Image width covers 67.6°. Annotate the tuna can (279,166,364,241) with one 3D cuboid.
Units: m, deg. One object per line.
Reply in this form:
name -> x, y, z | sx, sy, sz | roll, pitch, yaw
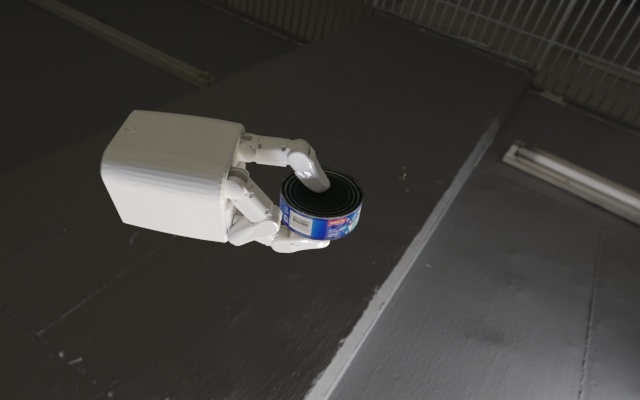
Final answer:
tuna can -> 0.000, 0.002, 0.496 | 0.086, 0.034, 0.086 | 5, 39, -4
